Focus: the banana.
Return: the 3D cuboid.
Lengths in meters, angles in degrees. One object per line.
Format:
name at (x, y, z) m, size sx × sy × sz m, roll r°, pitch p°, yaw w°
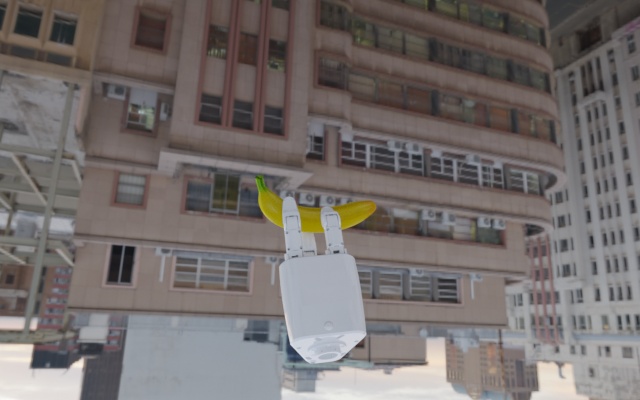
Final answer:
banana at (-0.010, 0.017, 0.707) m, size 0.198 × 0.070 × 0.037 m, roll 12°, pitch 28°, yaw -26°
